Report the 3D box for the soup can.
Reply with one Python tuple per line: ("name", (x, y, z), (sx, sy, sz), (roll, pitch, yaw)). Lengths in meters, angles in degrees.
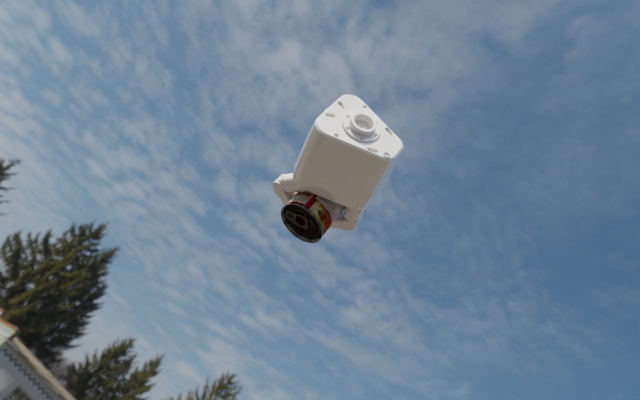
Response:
("soup can", (0.000, 0.002, 0.681), (0.068, 0.068, 0.102), (0, 36, 41))
